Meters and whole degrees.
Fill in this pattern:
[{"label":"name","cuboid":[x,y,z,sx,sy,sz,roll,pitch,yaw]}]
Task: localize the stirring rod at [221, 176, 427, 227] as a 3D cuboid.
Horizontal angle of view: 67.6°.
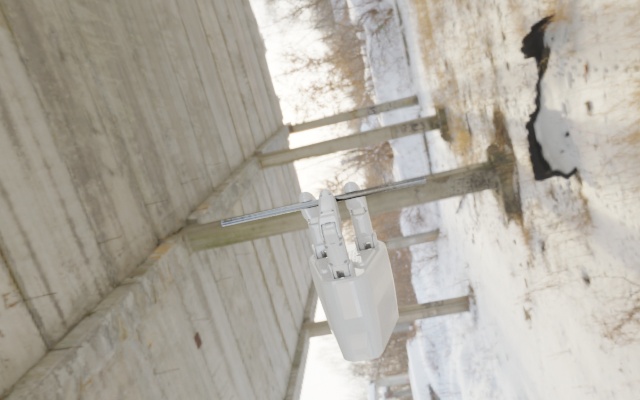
[{"label":"stirring rod","cuboid":[0.000,0.002,0.545,0.239,0.011,0.011,-12,-2,9]}]
